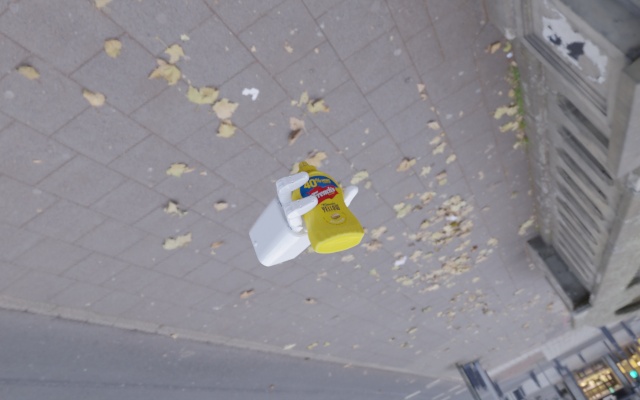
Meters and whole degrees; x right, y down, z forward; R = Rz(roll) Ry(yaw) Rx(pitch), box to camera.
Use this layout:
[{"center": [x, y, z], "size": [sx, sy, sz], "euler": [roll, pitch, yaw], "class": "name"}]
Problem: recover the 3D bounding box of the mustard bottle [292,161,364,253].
[{"center": [0.000, 0.003, 0.880], "size": [0.096, 0.191, 0.058], "euler": [-10, -35, -24], "class": "mustard bottle"}]
